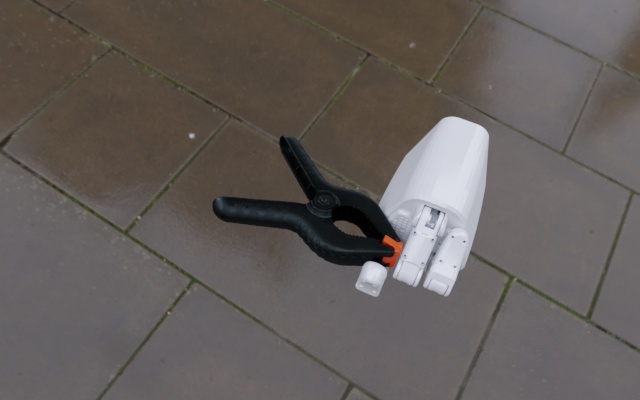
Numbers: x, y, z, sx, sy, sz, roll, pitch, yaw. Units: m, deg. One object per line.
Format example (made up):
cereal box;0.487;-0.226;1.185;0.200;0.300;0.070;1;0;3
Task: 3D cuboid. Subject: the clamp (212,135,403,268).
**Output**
clamp;0.000;0.001;0.450;0.171;0.120;0.039;24;-32;6
